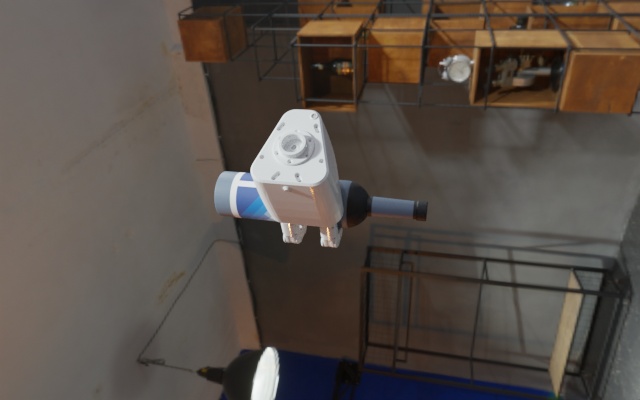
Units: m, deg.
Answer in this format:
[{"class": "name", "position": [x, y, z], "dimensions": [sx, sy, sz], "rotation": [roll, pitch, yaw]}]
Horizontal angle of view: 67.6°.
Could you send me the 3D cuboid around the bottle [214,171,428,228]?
[{"class": "bottle", "position": [0.000, 0.002, 0.674], "dimensions": [0.295, 0.069, 0.069], "rotation": [5, 1, 13]}]
